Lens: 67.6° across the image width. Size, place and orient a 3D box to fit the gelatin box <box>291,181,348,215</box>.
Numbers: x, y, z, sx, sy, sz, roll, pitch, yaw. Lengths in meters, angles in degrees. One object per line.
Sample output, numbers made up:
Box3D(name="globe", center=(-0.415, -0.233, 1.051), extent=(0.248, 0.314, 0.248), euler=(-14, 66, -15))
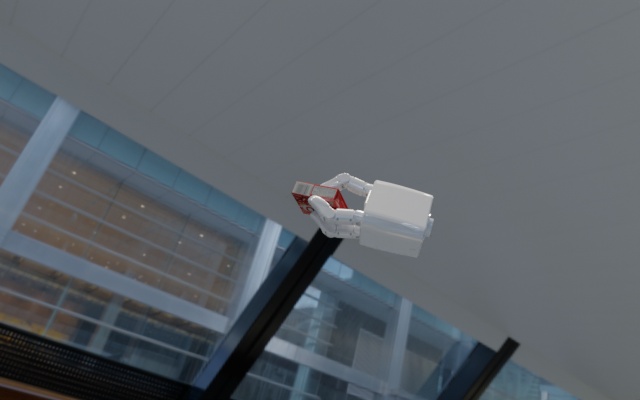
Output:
Box3D(name="gelatin box", center=(0.000, 0.002, 0.867), extent=(0.089, 0.030, 0.073), euler=(12, -27, 25))
